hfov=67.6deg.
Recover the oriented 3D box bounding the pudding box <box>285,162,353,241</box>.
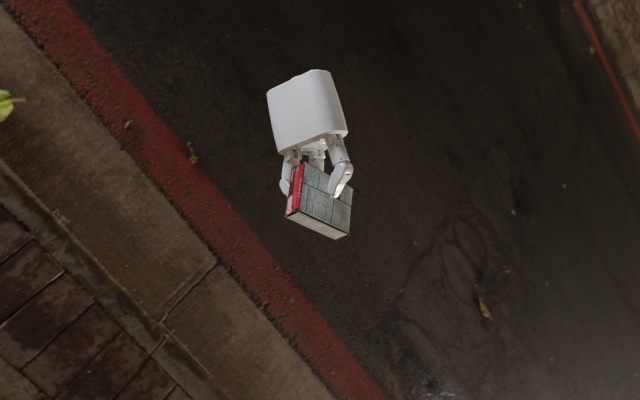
[{"bbox_3d":[0.000,0.002,0.763,0.113,0.090,0.039,26,-32,-33],"label":"pudding box"}]
